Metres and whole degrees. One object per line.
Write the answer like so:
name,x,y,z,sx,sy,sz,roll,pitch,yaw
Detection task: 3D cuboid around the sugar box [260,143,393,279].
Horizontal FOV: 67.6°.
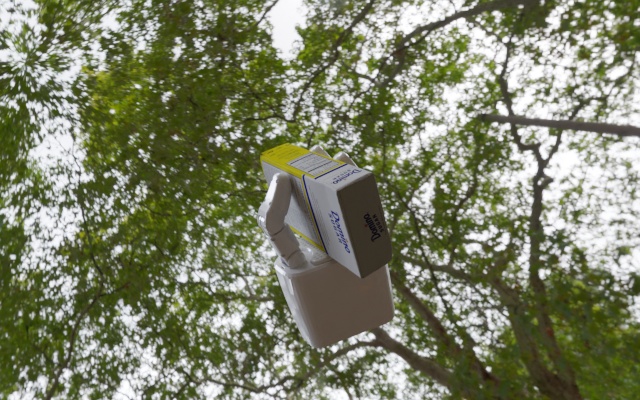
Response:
sugar box,0.001,0.001,0.486,0.048,0.093,0.176,-28,27,-22
